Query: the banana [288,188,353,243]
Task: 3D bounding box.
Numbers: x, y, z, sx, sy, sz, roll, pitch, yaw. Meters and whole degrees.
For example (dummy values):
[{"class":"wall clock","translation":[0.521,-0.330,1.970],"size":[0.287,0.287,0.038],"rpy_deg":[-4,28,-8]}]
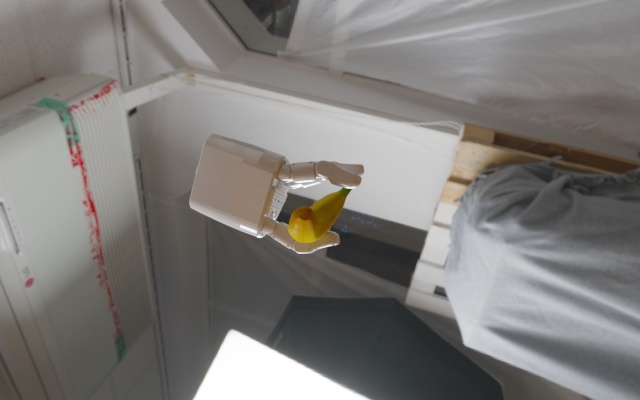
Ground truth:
[{"class":"banana","translation":[-0.006,0.018,0.577],"size":[0.037,0.070,0.197],"rpy_deg":[25,18,10]}]
